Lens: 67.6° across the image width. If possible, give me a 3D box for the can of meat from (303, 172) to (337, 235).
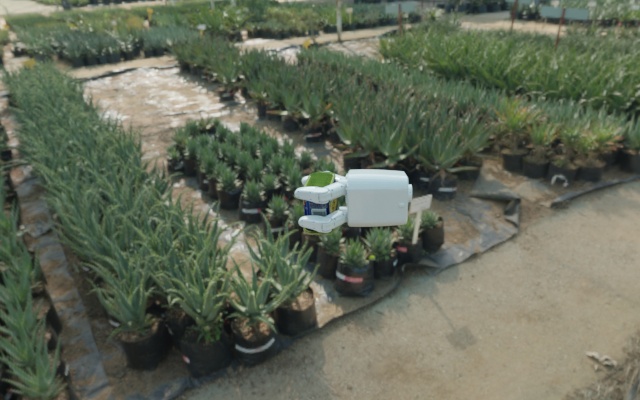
[{"bbox_3d":[0.000,0.003,0.886,0.057,0.084,0.102,2,27,9],"label":"can of meat"}]
